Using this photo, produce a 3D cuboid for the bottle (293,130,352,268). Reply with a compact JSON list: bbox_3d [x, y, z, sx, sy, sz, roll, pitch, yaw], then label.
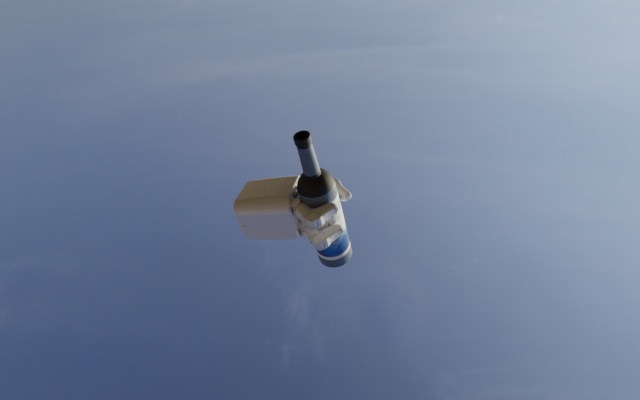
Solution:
[{"bbox_3d":[0.000,0.003,0.834,0.069,0.069,0.296,0,-44,16],"label":"bottle"}]
